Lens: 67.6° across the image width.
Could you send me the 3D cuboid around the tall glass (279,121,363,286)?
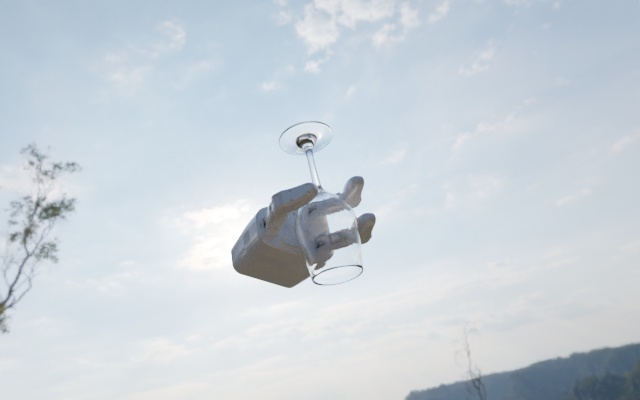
[{"bbox_3d":[0.000,0.001,0.600,0.079,0.201,0.079,-10,-28,-6],"label":"tall glass"}]
